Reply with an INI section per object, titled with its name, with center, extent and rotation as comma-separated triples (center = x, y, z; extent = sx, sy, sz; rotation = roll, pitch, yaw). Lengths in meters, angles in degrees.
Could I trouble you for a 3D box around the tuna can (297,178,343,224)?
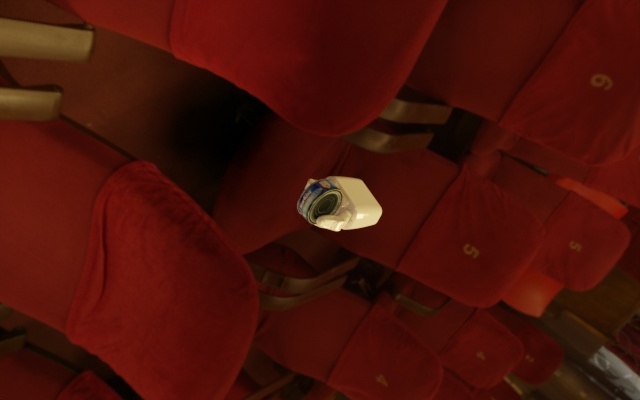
[tuna can]
center = 0.000, 0.003, 0.897
extent = 0.086, 0.086, 0.033
rotation = 0, 36, -49
